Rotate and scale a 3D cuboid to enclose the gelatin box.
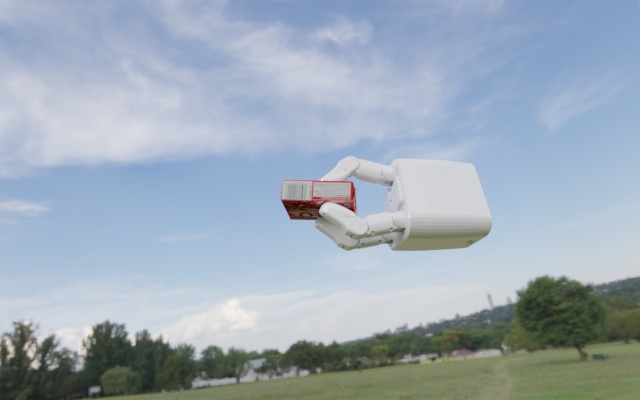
[{"bbox_3d":[0.000,0.002,0.597,0.089,0.030,0.073,2,-20,7],"label":"gelatin box"}]
